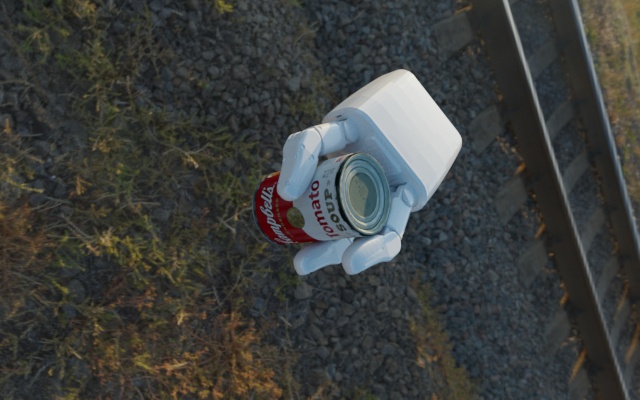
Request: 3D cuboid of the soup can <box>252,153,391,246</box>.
[{"bbox_3d":[0.000,0.001,0.405,0.102,0.068,0.068,-10,-7,43],"label":"soup can"}]
